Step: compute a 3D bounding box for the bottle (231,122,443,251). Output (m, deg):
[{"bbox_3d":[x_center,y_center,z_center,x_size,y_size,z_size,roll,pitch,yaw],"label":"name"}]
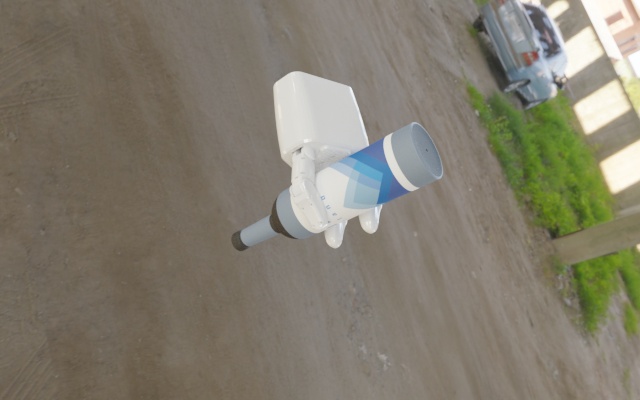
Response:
[{"bbox_3d":[0.000,0.002,0.581,0.296,0.069,0.069,-26,-14,31],"label":"bottle"}]
